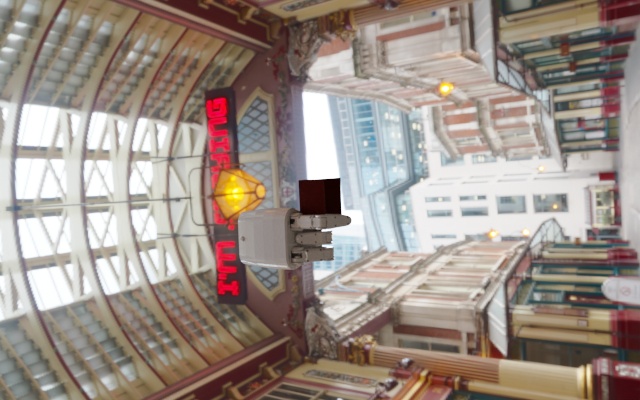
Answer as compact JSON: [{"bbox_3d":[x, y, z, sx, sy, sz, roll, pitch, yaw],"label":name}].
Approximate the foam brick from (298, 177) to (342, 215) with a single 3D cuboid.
[{"bbox_3d":[0.000,0.002,0.774,0.051,0.078,0.053,-1,1,33],"label":"foam brick"}]
